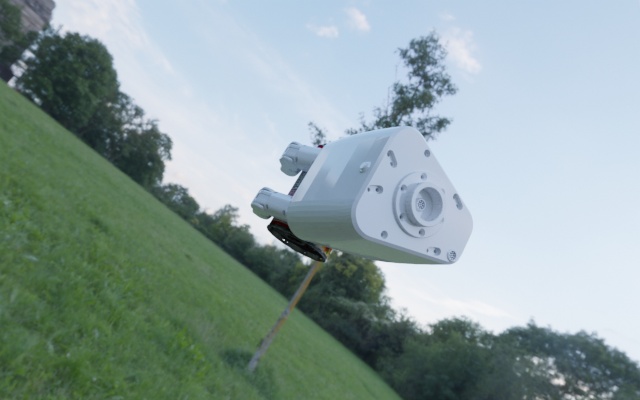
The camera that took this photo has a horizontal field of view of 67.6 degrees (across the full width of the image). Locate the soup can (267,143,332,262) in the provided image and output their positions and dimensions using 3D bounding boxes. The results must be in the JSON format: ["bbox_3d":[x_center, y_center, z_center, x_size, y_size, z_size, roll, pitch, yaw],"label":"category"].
[{"bbox_3d":[0.000,0.001,0.485,0.068,0.102,0.068,28,-16,9],"label":"soup can"}]
